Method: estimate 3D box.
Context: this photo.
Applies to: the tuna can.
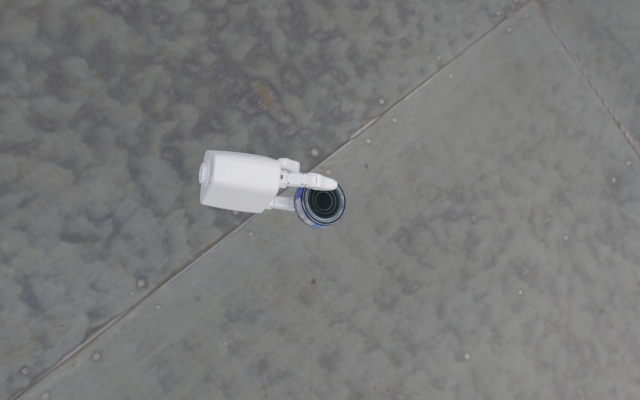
[{"bbox_3d":[0.000,0.003,0.809,0.086,0.086,0.034,0,-10,-27],"label":"tuna can"}]
